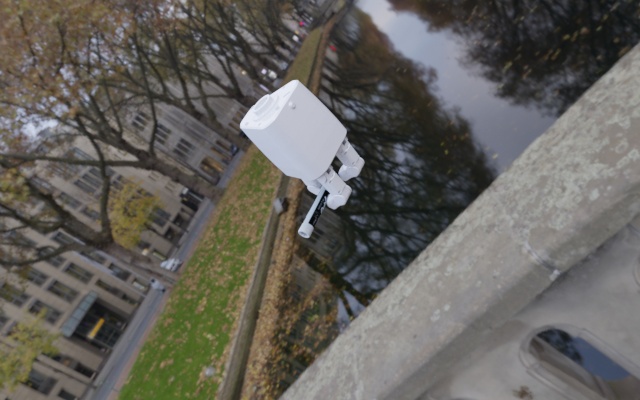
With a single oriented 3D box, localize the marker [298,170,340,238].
[{"bbox_3d":[0.000,0.002,0.728,0.020,0.121,0.020,21,-28,12],"label":"marker"}]
